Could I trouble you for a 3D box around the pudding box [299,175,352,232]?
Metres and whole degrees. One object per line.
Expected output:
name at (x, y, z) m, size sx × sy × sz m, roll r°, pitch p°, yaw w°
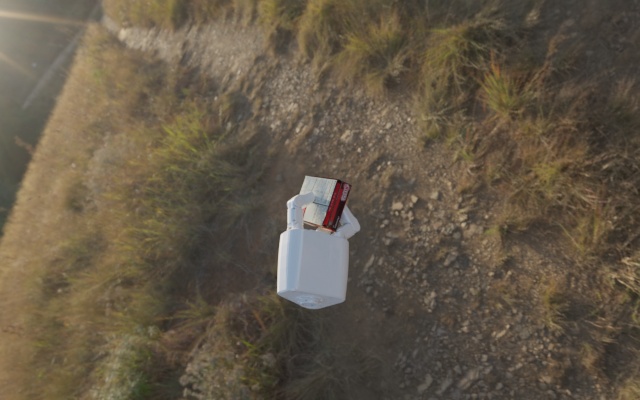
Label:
pudding box at (0.000, 0.003, 0.875) m, size 0.039 × 0.090 × 0.113 m, roll 24°, pitch -6°, yaw -35°
